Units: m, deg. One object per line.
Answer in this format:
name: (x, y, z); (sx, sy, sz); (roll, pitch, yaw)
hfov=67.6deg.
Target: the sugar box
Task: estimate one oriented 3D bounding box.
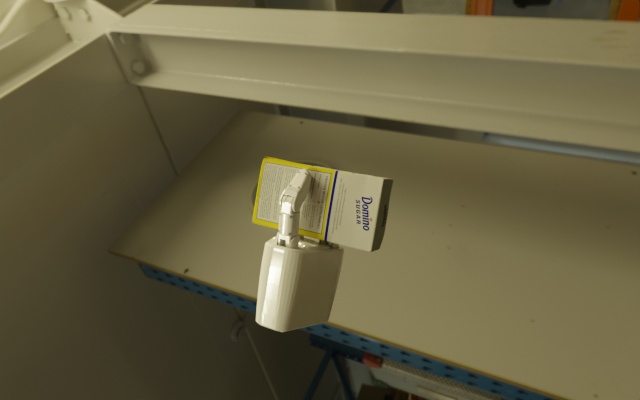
sugar box: (0.000, 0.002, 0.624); (0.176, 0.093, 0.048); (12, 6, 23)
